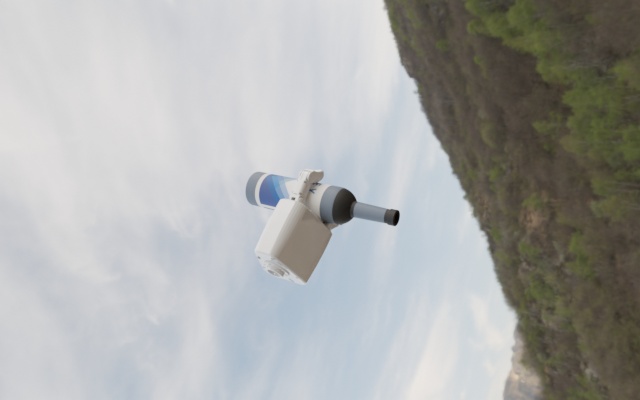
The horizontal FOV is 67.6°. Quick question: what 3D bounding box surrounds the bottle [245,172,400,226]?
[{"bbox_3d":[0.000,0.003,0.852,0.295,0.069,0.069,12,6,30],"label":"bottle"}]
